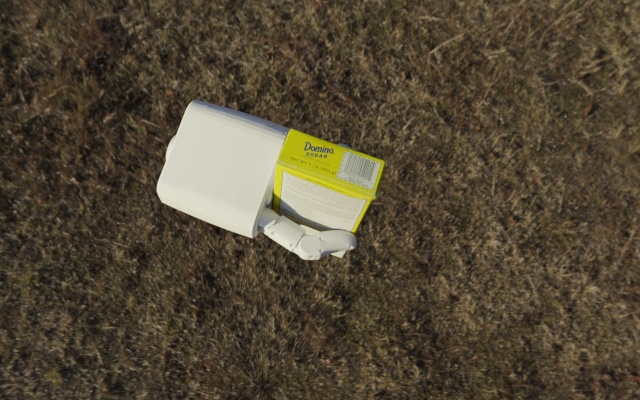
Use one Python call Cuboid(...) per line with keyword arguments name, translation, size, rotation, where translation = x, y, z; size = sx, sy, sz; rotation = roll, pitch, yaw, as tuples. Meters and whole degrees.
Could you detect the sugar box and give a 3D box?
Cuboid(name="sugar box", translation=(0.000, 0.001, 0.493), size=(0.093, 0.048, 0.176), rotation=(20, -22, 1))
